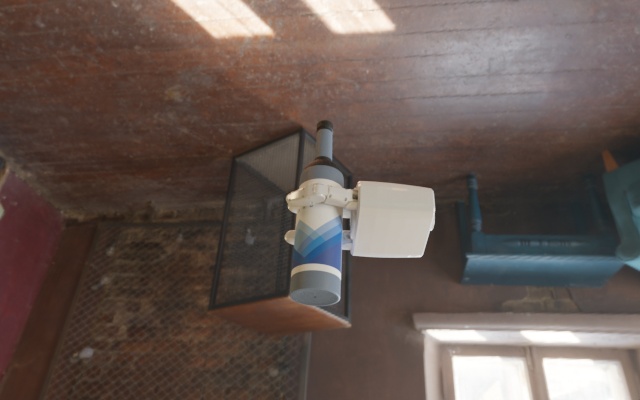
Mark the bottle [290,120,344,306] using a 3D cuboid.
[{"bbox_3d":[0.000,0.002,0.701,0.069,0.295,0.069,2,-32,2],"label":"bottle"}]
